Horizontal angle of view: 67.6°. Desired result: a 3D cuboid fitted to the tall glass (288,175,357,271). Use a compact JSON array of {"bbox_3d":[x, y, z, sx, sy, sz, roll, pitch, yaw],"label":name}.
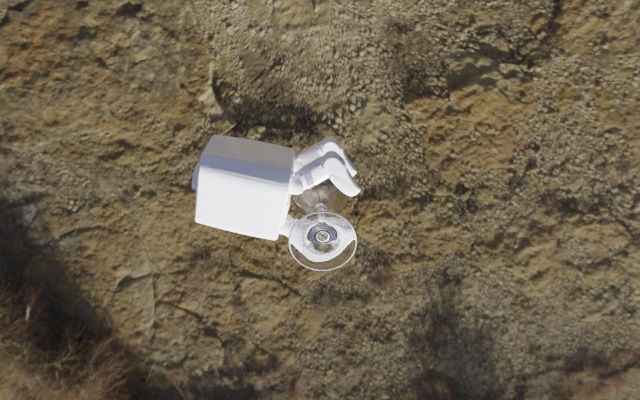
[{"bbox_3d":[0.000,0.002,0.600,0.079,0.079,0.201,0,25,-1],"label":"tall glass"}]
